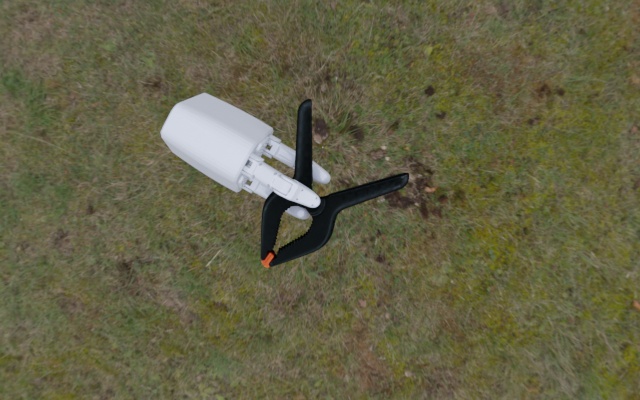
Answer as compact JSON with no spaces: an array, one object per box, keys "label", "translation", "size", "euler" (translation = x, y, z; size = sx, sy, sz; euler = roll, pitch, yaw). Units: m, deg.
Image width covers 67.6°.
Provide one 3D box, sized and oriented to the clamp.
[{"label":"clamp","translation":[0.000,0.002,0.602],"size":[0.164,0.210,0.036],"euler":[30,6,-2]}]
